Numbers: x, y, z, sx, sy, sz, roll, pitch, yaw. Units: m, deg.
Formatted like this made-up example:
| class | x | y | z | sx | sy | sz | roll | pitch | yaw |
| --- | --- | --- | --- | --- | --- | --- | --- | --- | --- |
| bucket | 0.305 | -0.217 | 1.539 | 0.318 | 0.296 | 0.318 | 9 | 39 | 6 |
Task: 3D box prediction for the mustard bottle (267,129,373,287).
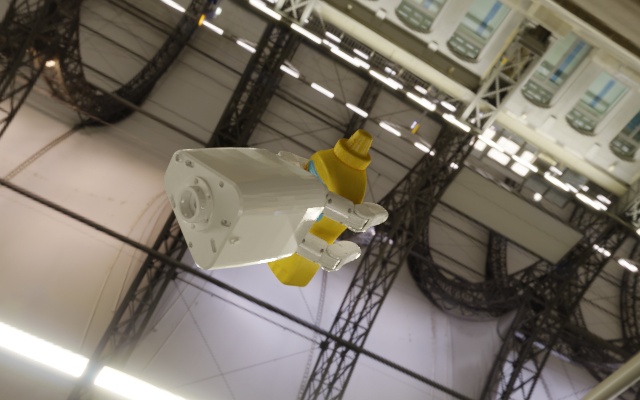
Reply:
| class | x | y | z | sx | sy | sz | roll | pitch | yaw |
| --- | --- | --- | --- | --- | --- | --- | --- | --- | --- |
| mustard bottle | 0.000 | 0.002 | 0.541 | 0.058 | 0.192 | 0.096 | 15 | 32 | -31 |
